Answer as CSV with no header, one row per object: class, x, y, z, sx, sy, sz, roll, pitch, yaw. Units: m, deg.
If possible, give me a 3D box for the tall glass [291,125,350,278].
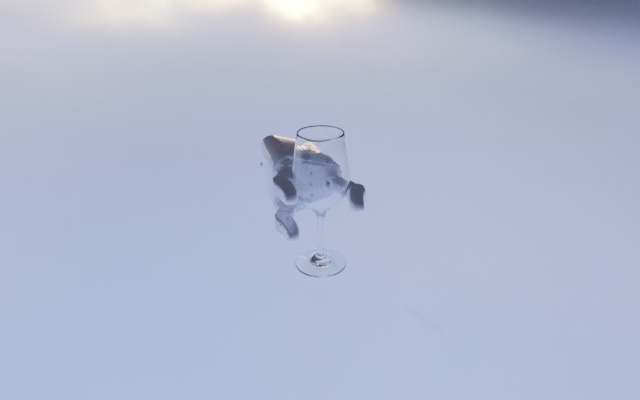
tall glass,0.000,0.003,0.653,0.079,0.201,0.079,0,27,0
